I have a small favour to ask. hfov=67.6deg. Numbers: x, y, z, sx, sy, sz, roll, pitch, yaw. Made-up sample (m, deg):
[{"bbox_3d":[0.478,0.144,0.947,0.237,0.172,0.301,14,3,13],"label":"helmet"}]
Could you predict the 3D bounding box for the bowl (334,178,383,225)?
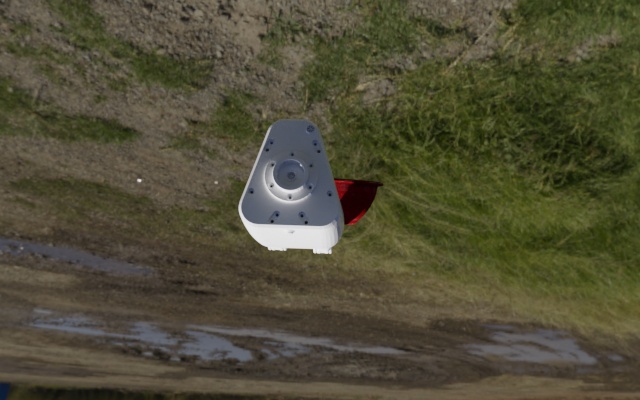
[{"bbox_3d":[0.000,0.003,0.625,0.162,0.055,0.162,2,0,0],"label":"bowl"}]
